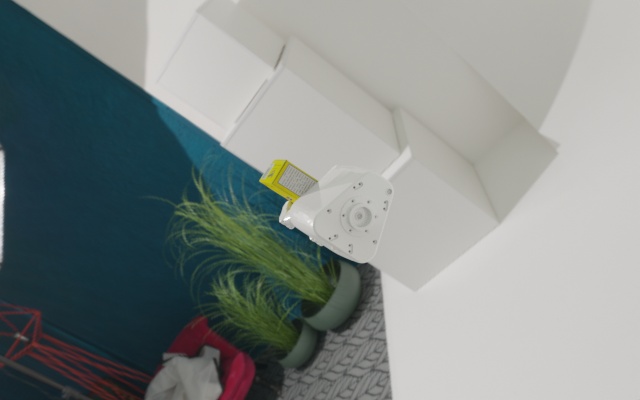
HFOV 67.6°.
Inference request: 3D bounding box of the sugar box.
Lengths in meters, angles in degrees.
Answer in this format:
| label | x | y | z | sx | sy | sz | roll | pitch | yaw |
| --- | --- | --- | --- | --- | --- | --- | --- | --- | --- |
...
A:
| label | x | y | z | sx | sy | sz | roll | pitch | yaw |
| --- | --- | --- | --- | --- | --- | --- | --- | --- | --- |
| sugar box | 0.000 | 0.003 | 0.712 | 0.176 | 0.048 | 0.093 | 35 | -6 | -17 |
